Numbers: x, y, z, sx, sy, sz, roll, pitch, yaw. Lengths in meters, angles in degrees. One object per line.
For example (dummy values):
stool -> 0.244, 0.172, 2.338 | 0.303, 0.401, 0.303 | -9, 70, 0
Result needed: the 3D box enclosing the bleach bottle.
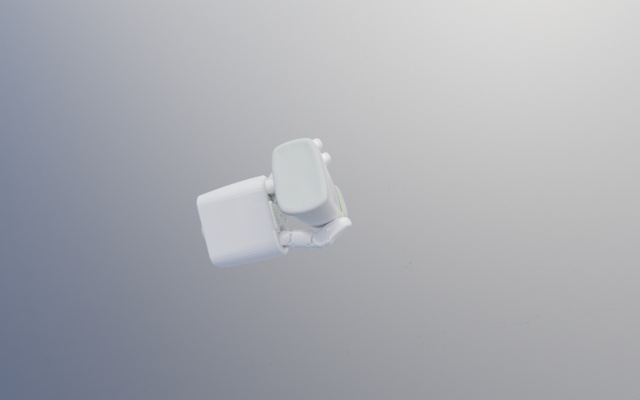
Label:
bleach bottle -> 0.000, 0.002, 0.704 | 0.068, 0.102, 0.251 | -15, -20, 9
